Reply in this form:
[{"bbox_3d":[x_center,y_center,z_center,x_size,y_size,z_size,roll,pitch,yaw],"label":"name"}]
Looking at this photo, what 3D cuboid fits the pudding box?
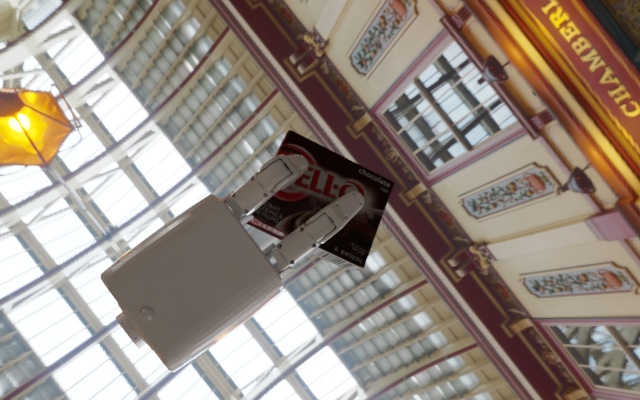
[{"bbox_3d":[0.000,0.002,0.435,0.113,0.090,0.039,27,-21,-9],"label":"pudding box"}]
